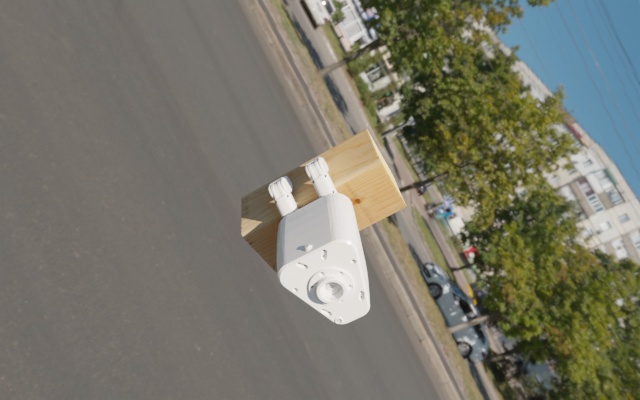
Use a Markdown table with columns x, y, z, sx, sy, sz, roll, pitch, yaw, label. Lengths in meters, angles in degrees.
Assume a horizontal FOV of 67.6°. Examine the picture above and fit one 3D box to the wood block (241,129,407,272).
| x | y | z | sx | sy | sz | roll | pitch | yaw | label |
| --- | --- | --- | --- | --- | --- | --- | --- | --- | --- |
| 0.000 | 0.003 | 0.665 | 0.206 | 0.091 | 0.090 | -28 | 36 | 11 | wood block |
